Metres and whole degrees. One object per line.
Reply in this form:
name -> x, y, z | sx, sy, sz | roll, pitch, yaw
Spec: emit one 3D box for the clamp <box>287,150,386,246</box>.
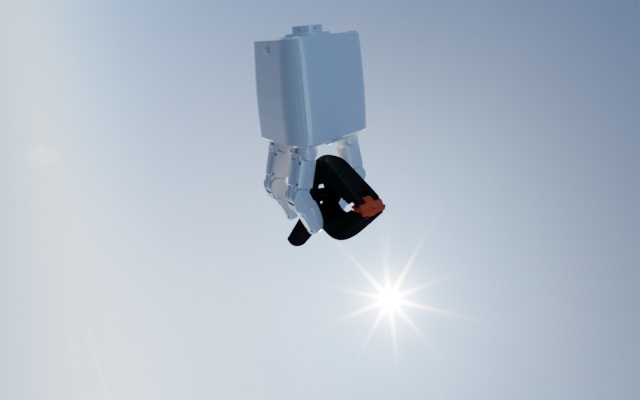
clamp -> 0.001, 0.001, 0.548 | 0.036, 0.165, 0.210 | -19, 24, -26
